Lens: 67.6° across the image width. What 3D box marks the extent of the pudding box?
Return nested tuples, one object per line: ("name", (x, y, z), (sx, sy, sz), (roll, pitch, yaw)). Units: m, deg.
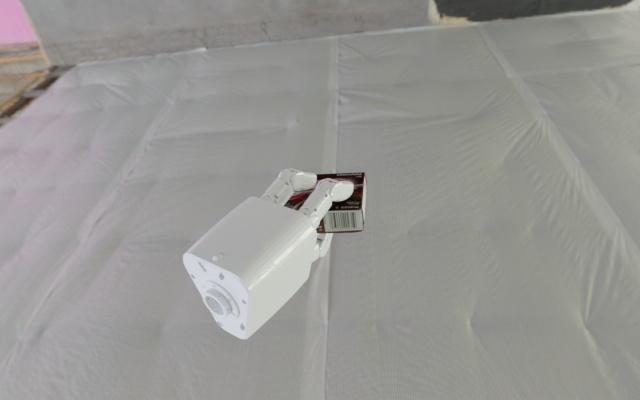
("pudding box", (0.000, 0.002, 0.600), (0.113, 0.039, 0.090), (0, 33, 8))
